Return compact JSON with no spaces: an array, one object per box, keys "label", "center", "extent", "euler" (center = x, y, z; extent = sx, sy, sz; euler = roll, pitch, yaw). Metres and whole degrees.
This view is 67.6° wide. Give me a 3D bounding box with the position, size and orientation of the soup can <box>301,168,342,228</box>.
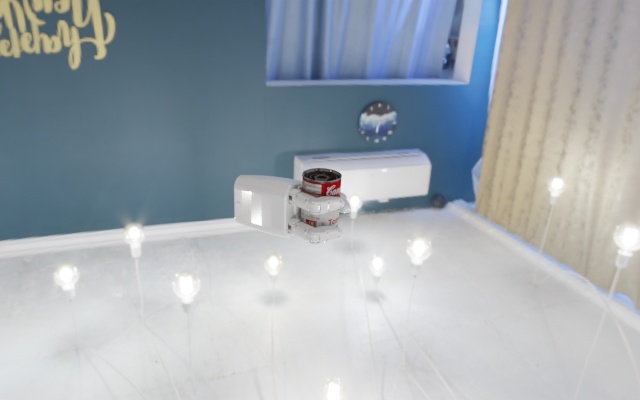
[{"label":"soup can","center":[0.001,0.003,0.824],"extent":[0.068,0.102,0.068],"euler":[3,22,-1]}]
